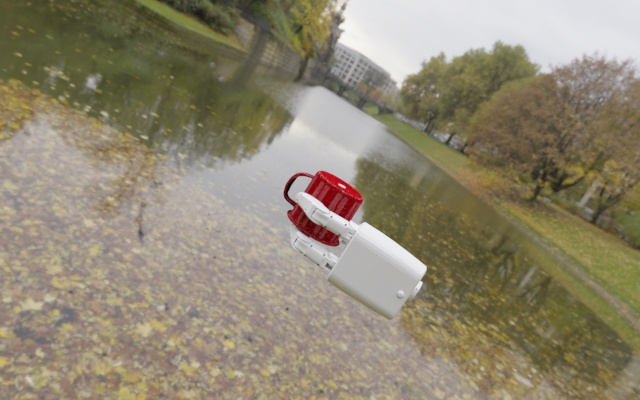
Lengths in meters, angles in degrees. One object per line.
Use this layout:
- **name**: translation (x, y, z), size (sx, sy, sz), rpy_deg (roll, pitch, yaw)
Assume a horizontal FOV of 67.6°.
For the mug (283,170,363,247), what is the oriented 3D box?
- **mug**: translation (-0.001, 0.001, 0.713), size (0.117, 0.081, 0.093), rpy_deg (34, 13, 6)
